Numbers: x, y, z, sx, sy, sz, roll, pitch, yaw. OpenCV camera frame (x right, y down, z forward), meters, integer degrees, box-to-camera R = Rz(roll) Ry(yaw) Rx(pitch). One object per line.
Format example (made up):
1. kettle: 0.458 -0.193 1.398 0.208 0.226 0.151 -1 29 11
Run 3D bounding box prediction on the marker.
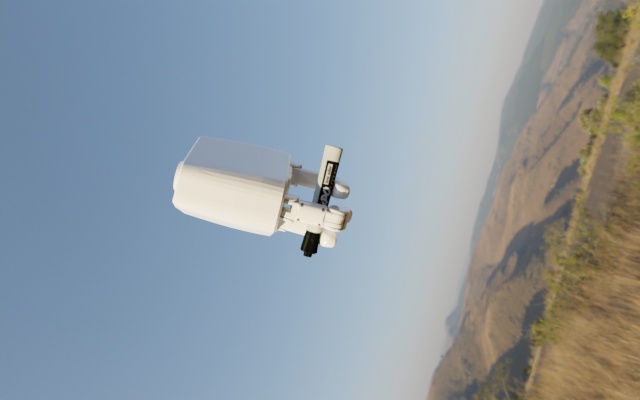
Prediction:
1. marker: 0.000 0.002 0.505 0.020 0.121 0.020 14 7 -2
